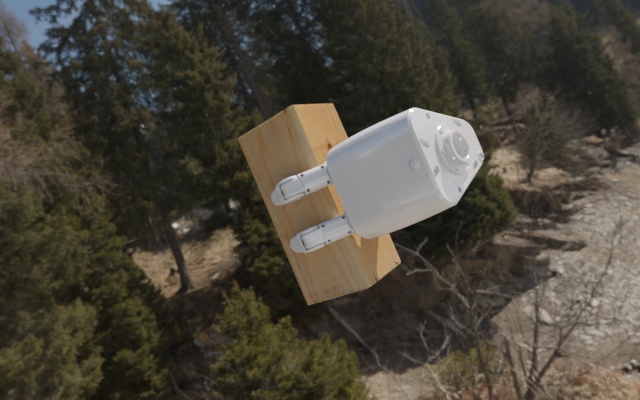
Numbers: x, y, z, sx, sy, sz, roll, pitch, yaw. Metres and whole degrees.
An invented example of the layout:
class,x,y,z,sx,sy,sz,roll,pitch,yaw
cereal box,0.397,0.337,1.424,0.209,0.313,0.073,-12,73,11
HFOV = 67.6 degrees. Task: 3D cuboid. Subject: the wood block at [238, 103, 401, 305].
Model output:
class,x,y,z,sx,sy,sz,roll,pitch,yaw
wood block,0.001,0.001,0.553,0.090,0.206,0.091,-24,-2,34
